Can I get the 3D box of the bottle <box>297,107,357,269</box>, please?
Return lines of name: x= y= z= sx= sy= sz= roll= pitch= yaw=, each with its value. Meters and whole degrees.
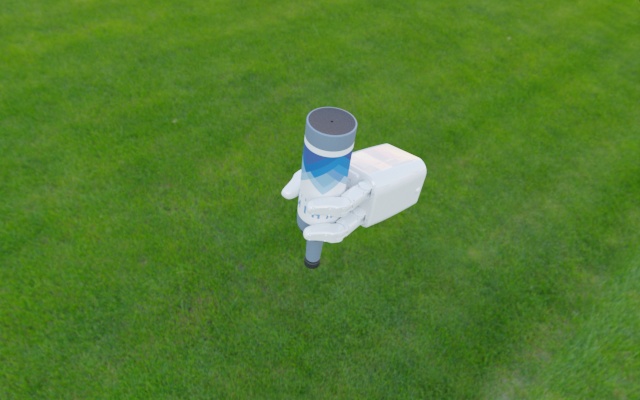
bottle: x=0.000 y=0.002 z=0.719 sx=0.069 sy=0.296 sz=0.069 roll=4 pitch=44 yaw=-4
